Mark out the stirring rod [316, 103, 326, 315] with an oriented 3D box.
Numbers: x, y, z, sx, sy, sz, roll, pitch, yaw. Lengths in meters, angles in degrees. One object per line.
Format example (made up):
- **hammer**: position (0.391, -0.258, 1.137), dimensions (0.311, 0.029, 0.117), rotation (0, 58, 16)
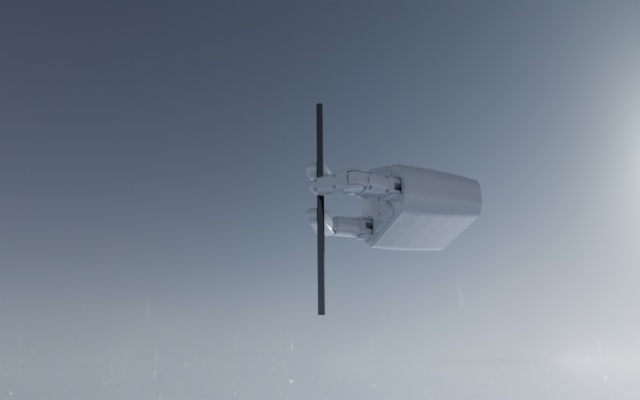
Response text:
- **stirring rod**: position (0.000, 0.002, 0.521), dimensions (0.011, 0.239, 0.011), rotation (0, -19, 0)
